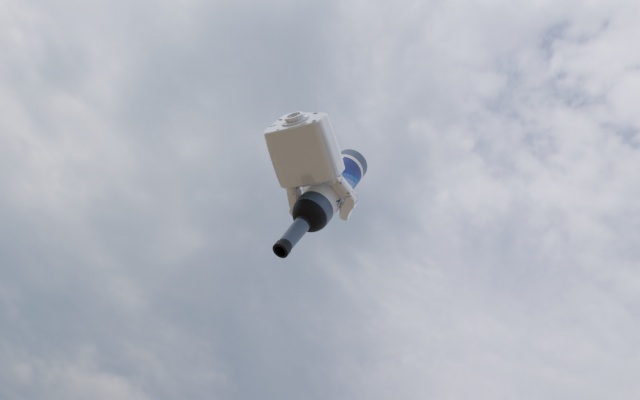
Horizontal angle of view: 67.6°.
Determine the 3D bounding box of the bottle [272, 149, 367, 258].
[{"bbox_3d":[0.000,0.003,0.845,0.069,0.069,0.295,0,31,30],"label":"bottle"}]
